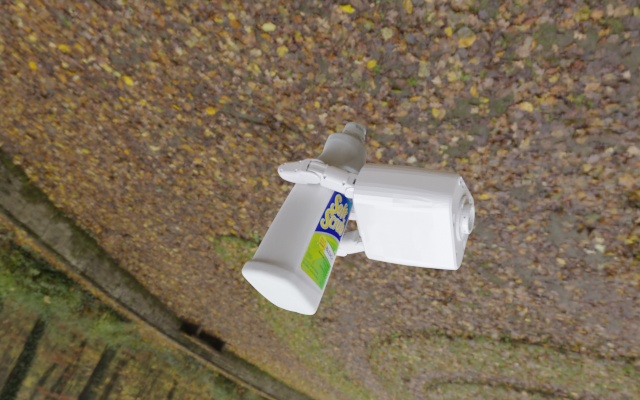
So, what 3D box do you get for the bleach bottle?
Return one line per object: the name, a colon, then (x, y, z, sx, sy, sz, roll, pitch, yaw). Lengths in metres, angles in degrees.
bleach bottle: (0.000, 0.002, 0.575, 0.068, 0.250, 0.103, 7, -32, 29)
